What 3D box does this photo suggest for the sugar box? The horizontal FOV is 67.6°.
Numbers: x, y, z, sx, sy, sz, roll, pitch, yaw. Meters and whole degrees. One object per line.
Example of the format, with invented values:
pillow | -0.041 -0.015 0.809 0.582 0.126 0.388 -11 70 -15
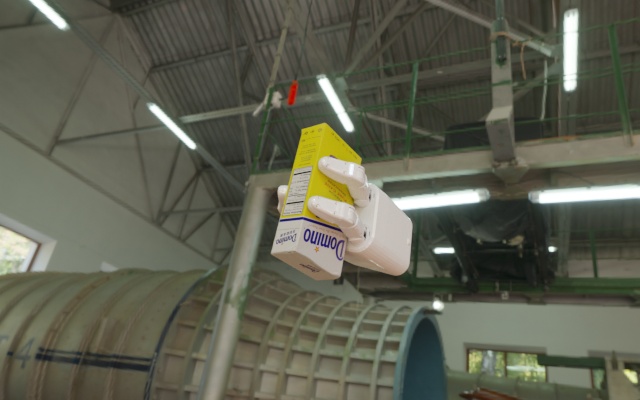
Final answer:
sugar box | 0.001 0.002 0.600 0.048 0.176 0.093 -11 -33 35
